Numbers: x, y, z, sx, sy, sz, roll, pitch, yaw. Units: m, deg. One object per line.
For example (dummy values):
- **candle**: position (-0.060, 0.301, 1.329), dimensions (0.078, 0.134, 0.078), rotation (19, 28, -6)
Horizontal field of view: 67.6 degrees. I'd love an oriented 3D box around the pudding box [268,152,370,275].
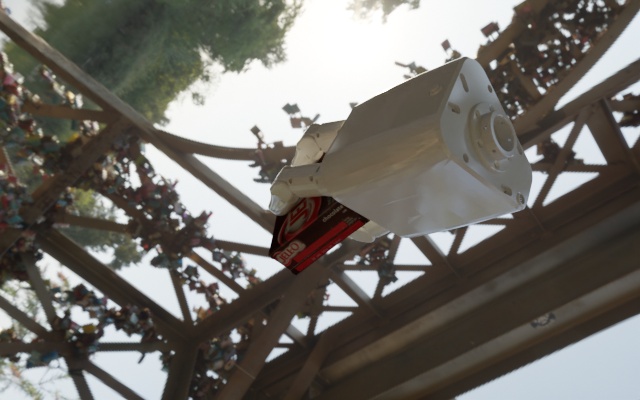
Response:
- **pudding box**: position (0.000, 0.002, 0.437), dimensions (0.090, 0.039, 0.113), rotation (-38, 22, 25)
